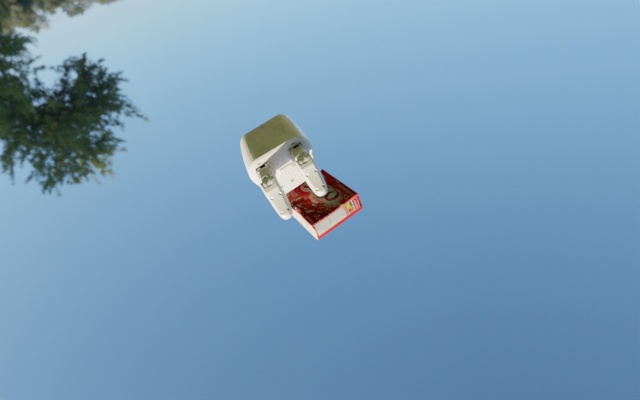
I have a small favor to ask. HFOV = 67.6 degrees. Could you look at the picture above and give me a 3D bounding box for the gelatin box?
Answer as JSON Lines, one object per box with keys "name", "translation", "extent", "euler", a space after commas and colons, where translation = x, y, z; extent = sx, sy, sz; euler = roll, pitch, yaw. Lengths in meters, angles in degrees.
{"name": "gelatin box", "translation": [0.000, 0.003, 0.626], "extent": [0.073, 0.030, 0.089], "euler": [-34, 39, -13]}
